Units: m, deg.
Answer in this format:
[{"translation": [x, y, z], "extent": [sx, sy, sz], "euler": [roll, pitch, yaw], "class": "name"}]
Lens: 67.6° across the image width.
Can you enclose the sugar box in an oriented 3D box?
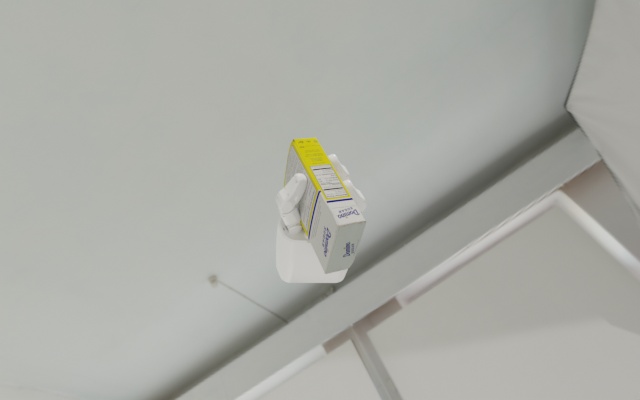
[{"translation": [0.001, 0.002, 0.651], "extent": [0.048, 0.093, 0.176], "euler": [-10, 47, -23], "class": "sugar box"}]
